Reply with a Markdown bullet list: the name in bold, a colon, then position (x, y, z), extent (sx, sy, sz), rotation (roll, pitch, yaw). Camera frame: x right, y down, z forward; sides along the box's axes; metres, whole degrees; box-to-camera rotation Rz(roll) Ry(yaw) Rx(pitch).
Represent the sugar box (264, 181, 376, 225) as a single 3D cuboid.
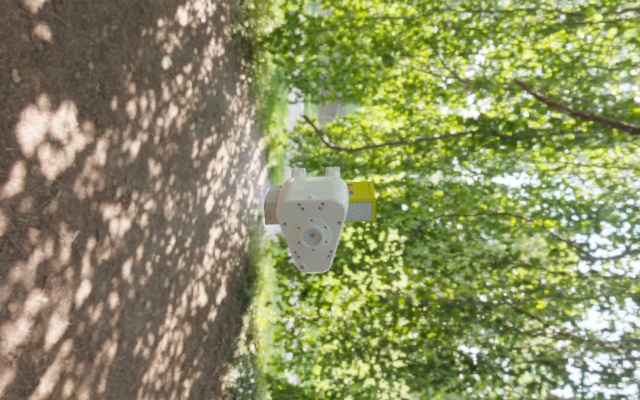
- **sugar box**: position (0.000, 0.002, 0.783), extent (0.176, 0.048, 0.093), rotation (0, 20, 2)
